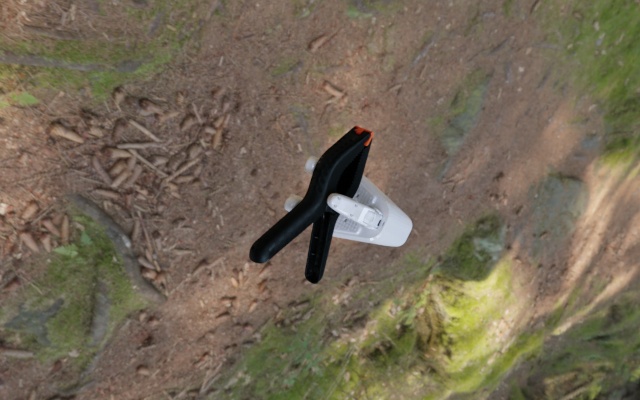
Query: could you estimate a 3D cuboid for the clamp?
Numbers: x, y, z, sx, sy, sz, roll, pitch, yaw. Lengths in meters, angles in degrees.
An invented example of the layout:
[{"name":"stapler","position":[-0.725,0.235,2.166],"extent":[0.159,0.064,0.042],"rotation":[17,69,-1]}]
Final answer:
[{"name":"clamp","position":[0.001,0.002,0.574],"extent":[0.036,0.210,0.164],"rotation":[27,2,27]}]
